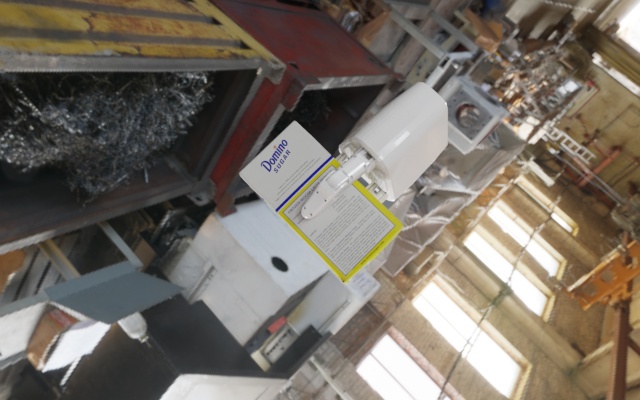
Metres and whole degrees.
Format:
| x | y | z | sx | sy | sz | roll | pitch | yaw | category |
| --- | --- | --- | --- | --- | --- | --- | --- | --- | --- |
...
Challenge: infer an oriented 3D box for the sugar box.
| x | y | z | sx | sy | sz | roll | pitch | yaw | category |
| --- | --- | --- | --- | --- | --- | --- | --- | --- | --- |
| 0.000 | 0.002 | 0.552 | 0.093 | 0.176 | 0.048 | -44 | -13 | -5 | sugar box |
